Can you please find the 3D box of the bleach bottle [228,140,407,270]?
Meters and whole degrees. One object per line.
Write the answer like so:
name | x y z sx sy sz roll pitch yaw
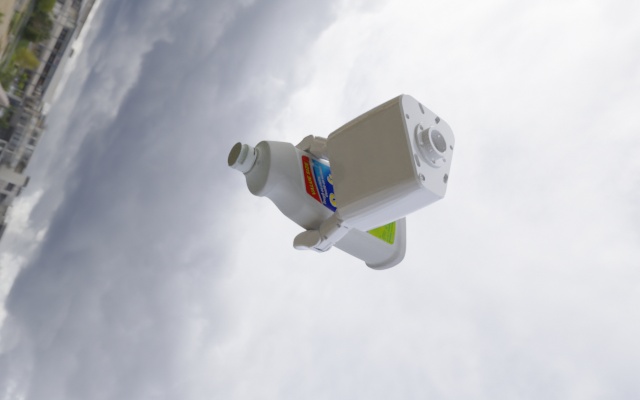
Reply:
bleach bottle | 0.000 0.002 0.582 0.251 0.102 0.068 25 -34 -34
